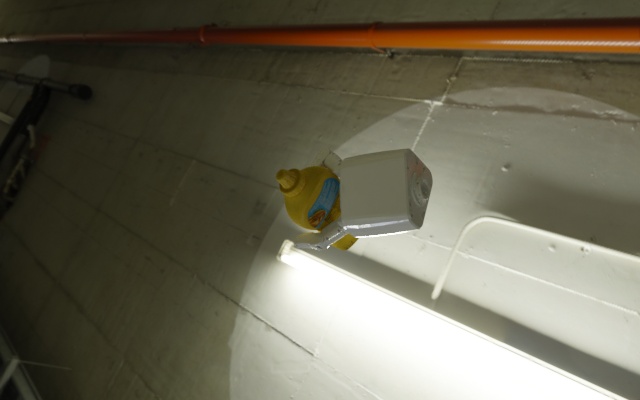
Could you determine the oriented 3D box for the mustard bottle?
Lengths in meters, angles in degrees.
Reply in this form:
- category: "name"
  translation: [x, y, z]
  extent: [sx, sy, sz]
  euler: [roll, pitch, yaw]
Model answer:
- category: "mustard bottle"
  translation: [0.000, 0.002, 0.732]
  extent: [0.058, 0.096, 0.192]
  euler: [23, -9, 44]
